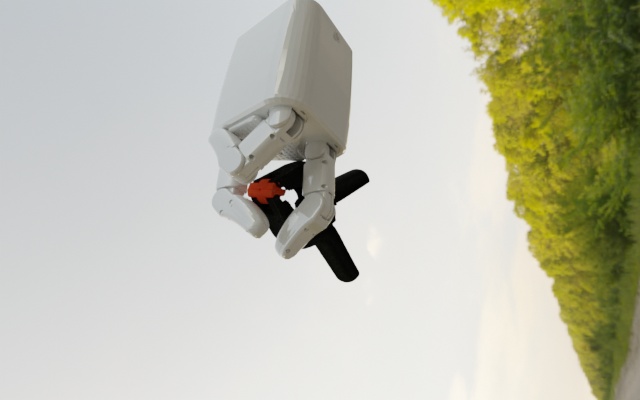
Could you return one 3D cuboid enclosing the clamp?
[{"bbox_3d":[-0.001,0.002,0.456,0.039,0.120,0.171,-5,-25,30],"label":"clamp"}]
